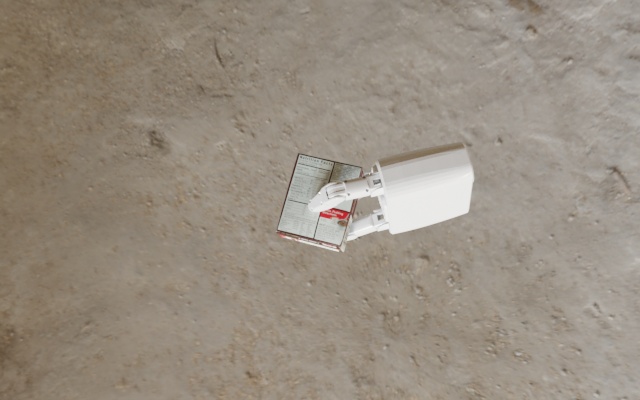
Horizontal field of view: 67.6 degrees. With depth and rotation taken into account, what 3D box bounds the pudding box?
[{"bbox_3d":[0.000,0.002,0.624,0.090,0.113,0.039,13,-14,10],"label":"pudding box"}]
